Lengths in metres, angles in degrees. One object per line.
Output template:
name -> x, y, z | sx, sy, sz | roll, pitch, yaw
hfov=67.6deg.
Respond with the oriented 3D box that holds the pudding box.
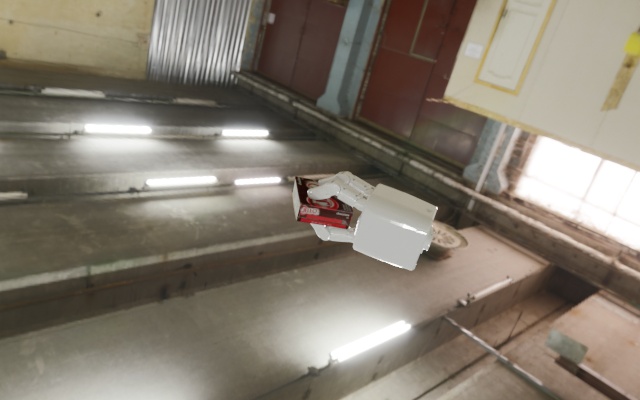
pudding box -> 0.000, 0.003, 0.815 | 0.090, 0.039, 0.113 | 11, 22, -14
